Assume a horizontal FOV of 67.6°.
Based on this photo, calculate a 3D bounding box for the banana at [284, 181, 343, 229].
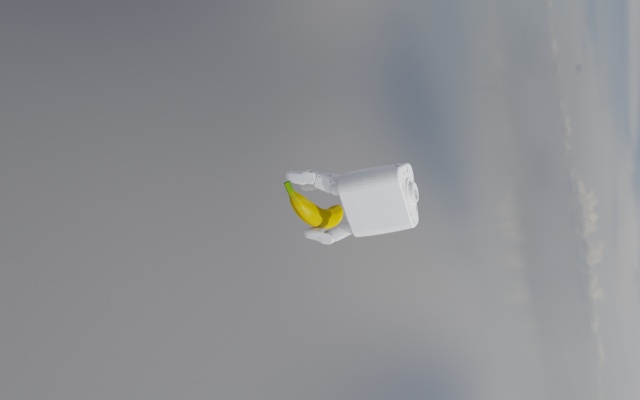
[{"bbox_3d":[-0.001,0.020,0.884,0.037,0.069,0.198,-12,-20,26],"label":"banana"}]
